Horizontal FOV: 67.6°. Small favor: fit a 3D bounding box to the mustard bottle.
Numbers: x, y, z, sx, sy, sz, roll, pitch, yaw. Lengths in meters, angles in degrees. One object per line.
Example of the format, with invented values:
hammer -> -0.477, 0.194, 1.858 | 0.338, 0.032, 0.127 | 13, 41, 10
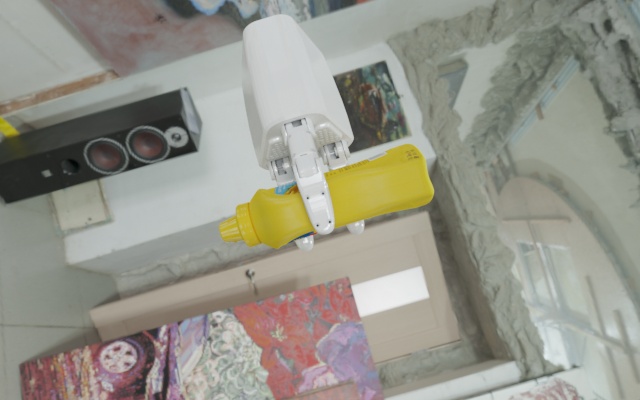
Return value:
mustard bottle -> 0.000, 0.002, 0.439 | 0.191, 0.058, 0.096 | -17, 8, 1
